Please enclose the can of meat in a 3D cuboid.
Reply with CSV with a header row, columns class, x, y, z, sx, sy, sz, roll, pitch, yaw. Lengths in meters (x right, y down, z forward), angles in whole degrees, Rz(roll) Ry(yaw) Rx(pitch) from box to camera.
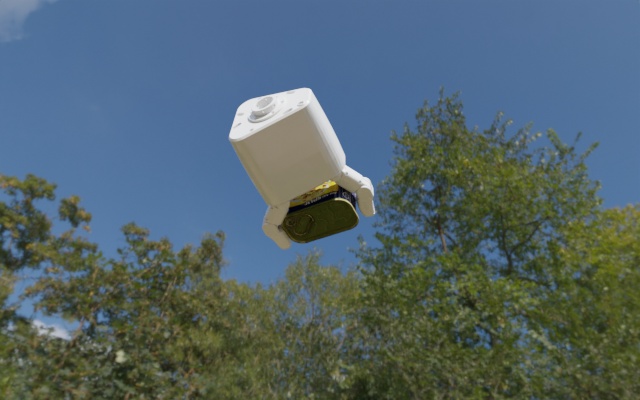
class,x,y,z,sx,sy,sz,roll,pitch,yaw
can of meat,0.000,0.002,0.663,0.102,0.057,0.083,-19,38,18
